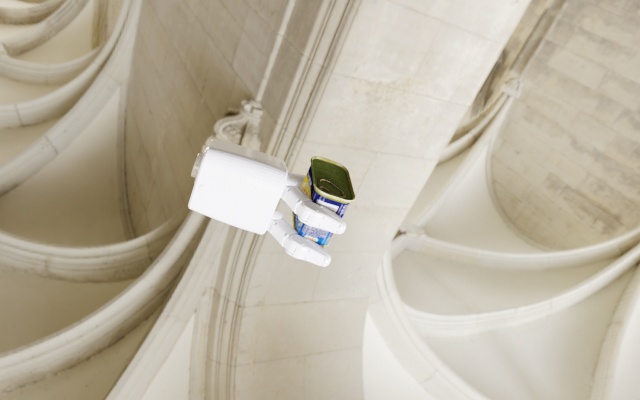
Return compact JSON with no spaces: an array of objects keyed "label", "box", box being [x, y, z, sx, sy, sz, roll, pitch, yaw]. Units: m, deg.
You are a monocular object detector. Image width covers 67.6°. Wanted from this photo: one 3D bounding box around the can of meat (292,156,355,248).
[{"label":"can of meat","box":[0.000,0.002,0.647,0.057,0.084,0.102,17,29,-16]}]
